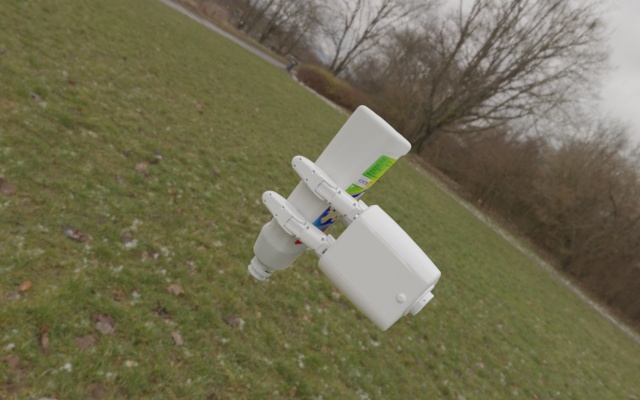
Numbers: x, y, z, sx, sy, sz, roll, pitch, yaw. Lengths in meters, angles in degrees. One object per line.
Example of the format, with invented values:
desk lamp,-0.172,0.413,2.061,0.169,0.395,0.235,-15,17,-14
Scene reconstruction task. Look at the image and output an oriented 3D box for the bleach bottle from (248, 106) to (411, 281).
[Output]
bleach bottle,0.000,0.002,0.598,0.068,0.251,0.102,45,14,18
